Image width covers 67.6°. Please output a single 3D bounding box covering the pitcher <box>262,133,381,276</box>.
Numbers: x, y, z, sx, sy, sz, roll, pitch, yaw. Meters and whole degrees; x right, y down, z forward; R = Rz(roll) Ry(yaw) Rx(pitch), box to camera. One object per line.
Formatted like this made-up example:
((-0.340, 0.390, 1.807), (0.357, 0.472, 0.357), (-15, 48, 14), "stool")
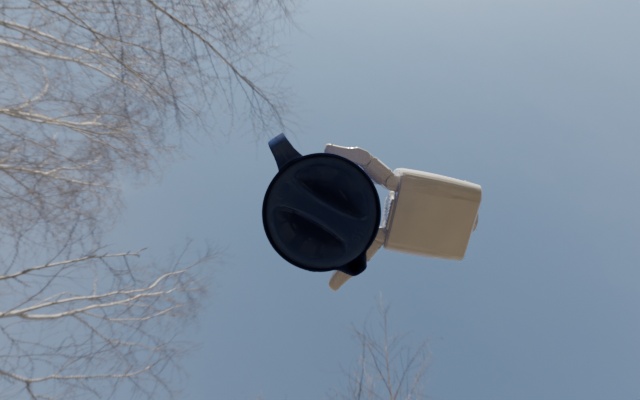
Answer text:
((0.000, 0.002, 0.643), (0.145, 0.149, 0.243), (11, 2, 2), "pitcher")
